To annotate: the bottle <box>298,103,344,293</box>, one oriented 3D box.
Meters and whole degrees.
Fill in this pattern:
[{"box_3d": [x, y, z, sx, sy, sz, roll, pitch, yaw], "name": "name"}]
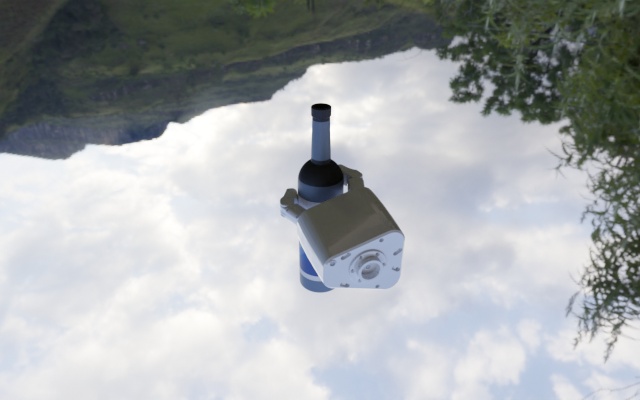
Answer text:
[{"box_3d": [0.000, 0.002, 0.702, 0.069, 0.296, 0.069, 0, 31, 0], "name": "bottle"}]
